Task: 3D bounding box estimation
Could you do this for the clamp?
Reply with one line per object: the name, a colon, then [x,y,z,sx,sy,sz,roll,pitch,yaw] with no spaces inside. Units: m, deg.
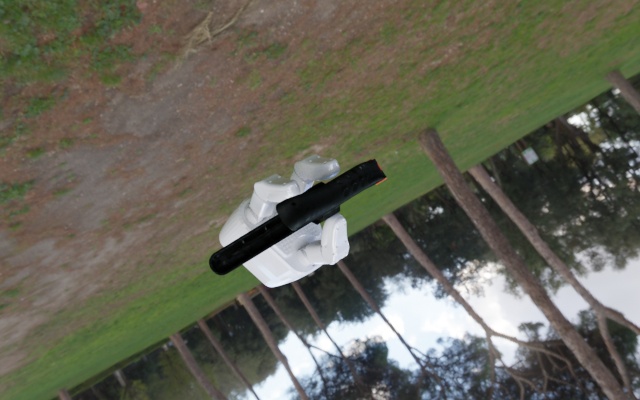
clamp: [0.001,0.002,0.472,0.210,0.036,0.164,-30,-2,-32]
